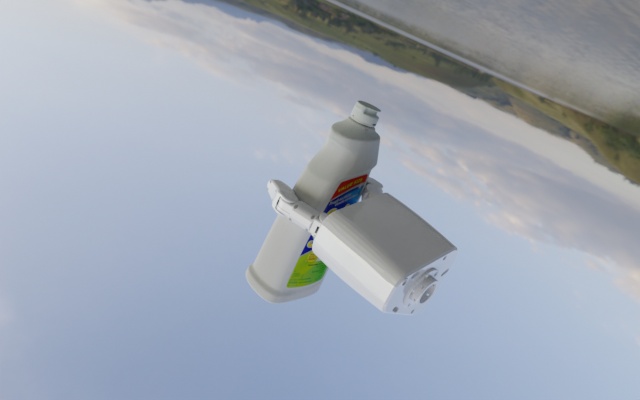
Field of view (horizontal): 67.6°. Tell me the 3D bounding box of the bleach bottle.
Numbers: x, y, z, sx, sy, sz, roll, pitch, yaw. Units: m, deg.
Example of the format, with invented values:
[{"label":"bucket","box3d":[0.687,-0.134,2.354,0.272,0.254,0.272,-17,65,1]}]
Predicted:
[{"label":"bleach bottle","box3d":[0.000,0.002,0.566,0.102,0.251,0.068,-2,34,-48]}]
